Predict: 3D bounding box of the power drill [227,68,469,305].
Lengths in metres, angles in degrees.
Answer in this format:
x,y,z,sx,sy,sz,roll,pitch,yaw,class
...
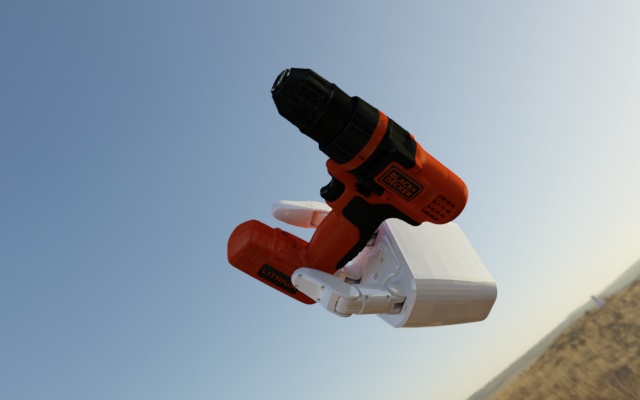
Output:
x,y,z,sx,sy,sz,roll,pitch,yaw,class
0.000,0.002,0.403,0.184,0.057,0.188,33,-56,-20,power drill
